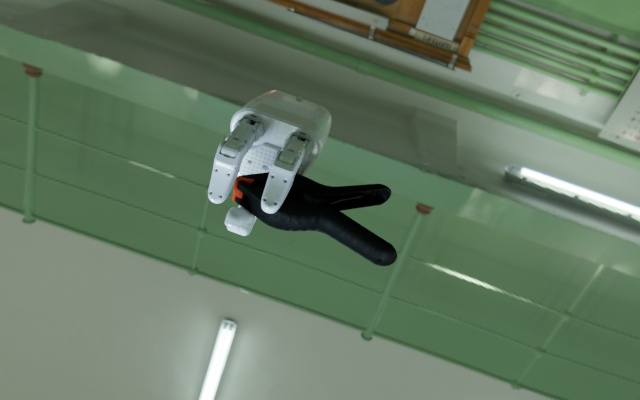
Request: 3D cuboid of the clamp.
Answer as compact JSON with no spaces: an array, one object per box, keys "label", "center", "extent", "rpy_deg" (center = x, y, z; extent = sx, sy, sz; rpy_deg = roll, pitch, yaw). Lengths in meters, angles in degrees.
[{"label":"clamp","center":[0.000,0.002,0.490],"extent":[0.171,0.039,0.120],"rpy_deg":[20,29,2]}]
